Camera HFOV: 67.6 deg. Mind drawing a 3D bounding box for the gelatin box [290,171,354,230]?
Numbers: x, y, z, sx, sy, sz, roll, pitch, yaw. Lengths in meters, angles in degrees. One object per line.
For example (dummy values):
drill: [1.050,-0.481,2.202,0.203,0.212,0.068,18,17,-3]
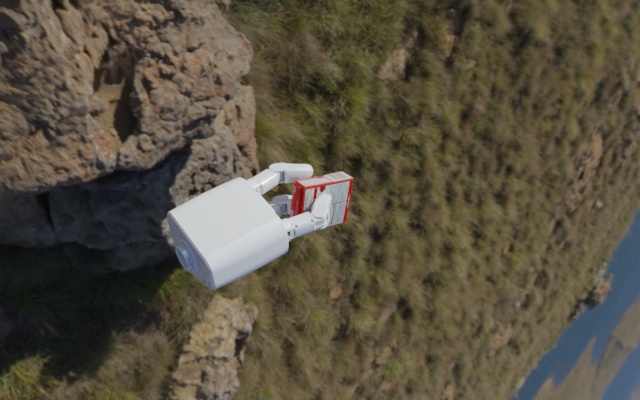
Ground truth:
gelatin box: [0.001,0.002,0.674,0.089,0.073,0.030,-12,33,-35]
